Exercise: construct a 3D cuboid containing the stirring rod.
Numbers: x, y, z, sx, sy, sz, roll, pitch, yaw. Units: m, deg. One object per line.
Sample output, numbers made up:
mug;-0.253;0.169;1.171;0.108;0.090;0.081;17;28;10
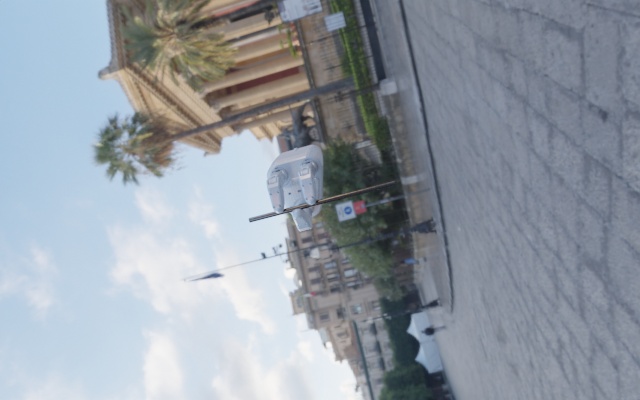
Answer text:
stirring rod;0.000;0.002;0.759;0.239;0.011;0.011;-14;-2;8
